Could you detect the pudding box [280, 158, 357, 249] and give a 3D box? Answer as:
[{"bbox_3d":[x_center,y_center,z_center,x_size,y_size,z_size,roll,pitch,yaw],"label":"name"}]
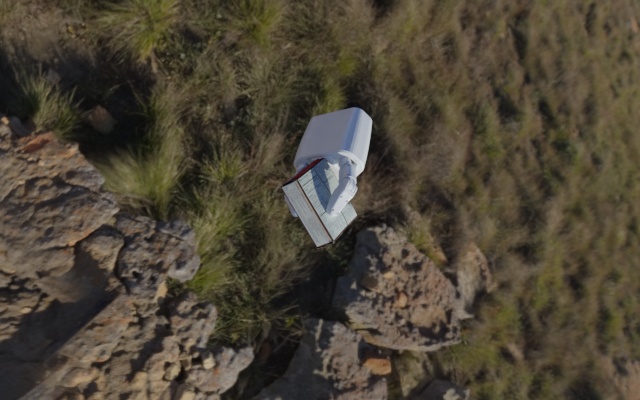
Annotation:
[{"bbox_3d":[0.000,0.002,0.726,0.039,0.113,0.090,-24,11,39],"label":"pudding box"}]
